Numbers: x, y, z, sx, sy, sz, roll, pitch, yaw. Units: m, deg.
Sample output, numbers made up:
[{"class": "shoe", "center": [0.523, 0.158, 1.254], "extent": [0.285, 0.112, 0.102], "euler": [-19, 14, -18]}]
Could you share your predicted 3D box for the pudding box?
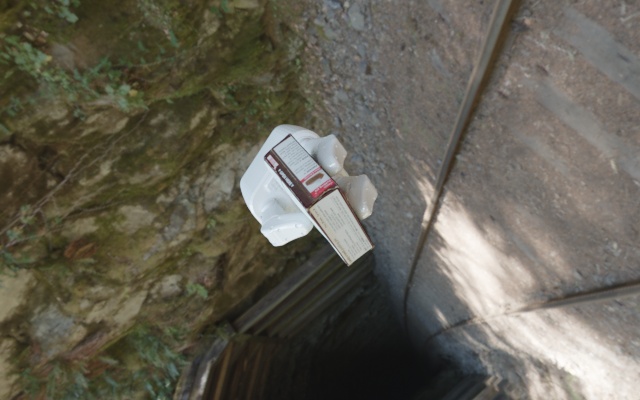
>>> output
[{"class": "pudding box", "center": [0.000, 0.002, 0.461], "extent": [0.090, 0.039, 0.114], "euler": [48, -3, 40]}]
